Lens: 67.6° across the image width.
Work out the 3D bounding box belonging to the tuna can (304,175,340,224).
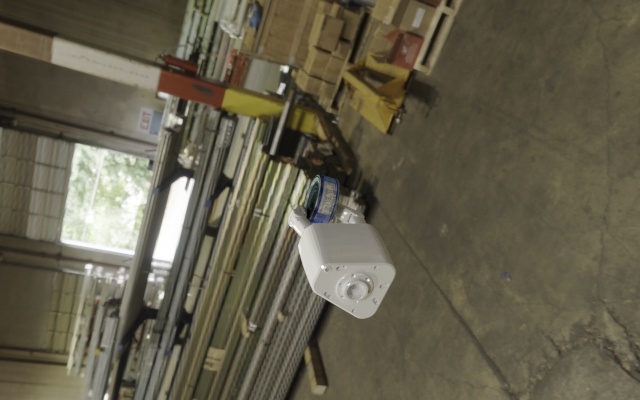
[{"bbox_3d":[0.000,0.002,0.768,0.034,0.086,0.086,16,-4,-14],"label":"tuna can"}]
